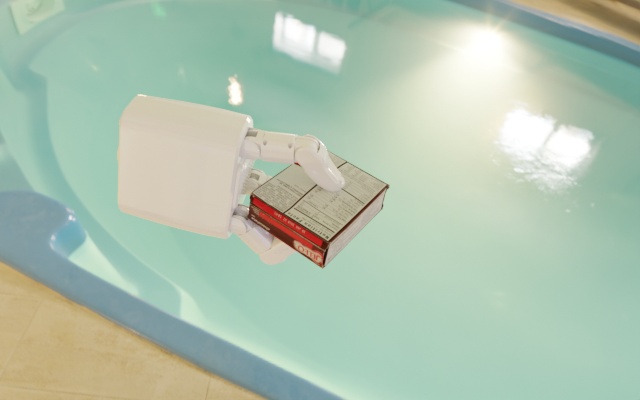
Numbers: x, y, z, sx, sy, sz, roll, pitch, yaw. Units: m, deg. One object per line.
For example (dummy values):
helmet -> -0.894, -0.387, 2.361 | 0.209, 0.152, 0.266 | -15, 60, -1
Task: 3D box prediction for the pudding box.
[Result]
pudding box -> 0.000, 0.001, 0.458 | 0.090, 0.039, 0.113 | 32, 47, 19
